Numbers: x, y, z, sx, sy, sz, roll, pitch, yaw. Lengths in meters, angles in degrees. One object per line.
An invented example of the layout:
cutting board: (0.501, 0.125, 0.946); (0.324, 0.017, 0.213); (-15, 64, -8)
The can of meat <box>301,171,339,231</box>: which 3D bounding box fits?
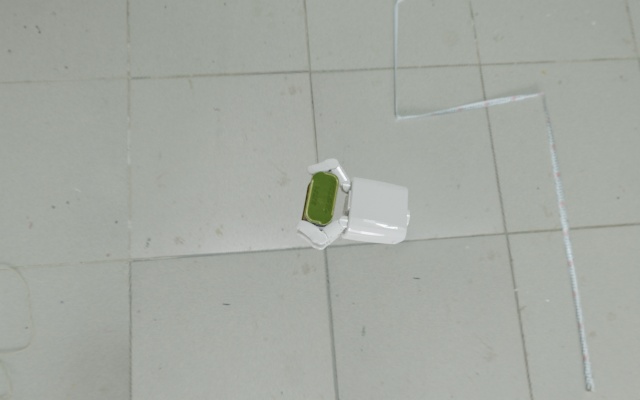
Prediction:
can of meat: (0.000, 0.003, 0.882); (0.057, 0.102, 0.084); (11, -12, -2)
